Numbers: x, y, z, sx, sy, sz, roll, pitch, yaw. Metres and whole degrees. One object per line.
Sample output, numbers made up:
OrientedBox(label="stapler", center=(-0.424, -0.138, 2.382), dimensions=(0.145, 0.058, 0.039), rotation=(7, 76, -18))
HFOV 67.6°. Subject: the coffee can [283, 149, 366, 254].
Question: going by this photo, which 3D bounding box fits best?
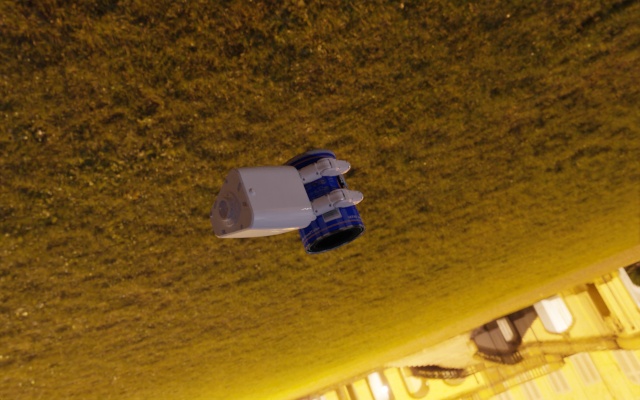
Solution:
OrientedBox(label="coffee can", center=(0.000, 0.002, 0.775), dimensions=(0.103, 0.140, 0.103), rotation=(-19, -19, -7))
